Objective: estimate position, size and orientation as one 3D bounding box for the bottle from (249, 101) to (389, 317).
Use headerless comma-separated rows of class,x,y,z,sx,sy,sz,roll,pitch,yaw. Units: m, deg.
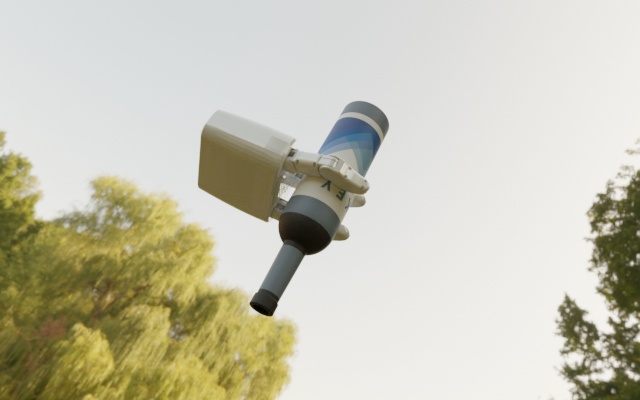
bottle,0.000,0.002,0.562,0.069,0.295,0.069,20,-33,14
